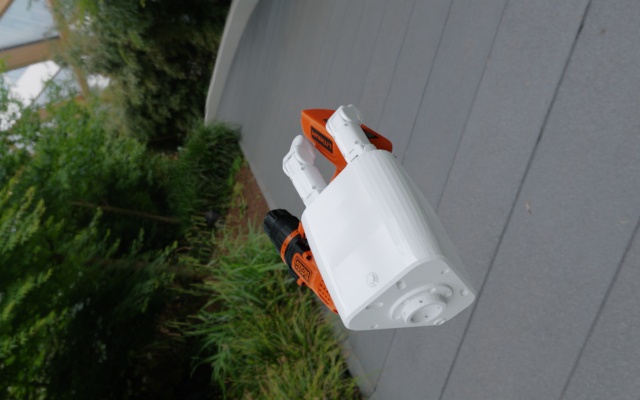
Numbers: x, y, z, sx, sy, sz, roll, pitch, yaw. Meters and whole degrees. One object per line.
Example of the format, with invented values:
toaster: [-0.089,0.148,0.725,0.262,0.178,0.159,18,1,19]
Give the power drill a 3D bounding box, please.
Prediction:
power drill: [0.000,0.001,0.515,0.057,0.188,0.184,-8,32,-35]
